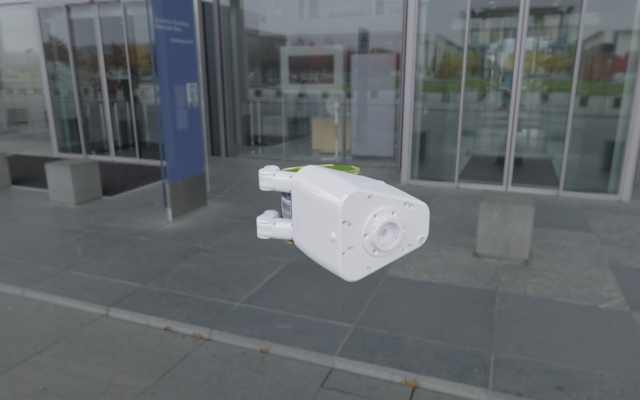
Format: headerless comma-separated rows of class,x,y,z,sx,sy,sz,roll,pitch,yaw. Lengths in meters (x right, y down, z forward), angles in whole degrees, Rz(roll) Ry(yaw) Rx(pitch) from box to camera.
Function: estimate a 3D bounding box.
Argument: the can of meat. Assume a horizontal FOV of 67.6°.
can of meat,0.000,0.002,0.591,0.102,0.084,0.057,-7,17,-23
